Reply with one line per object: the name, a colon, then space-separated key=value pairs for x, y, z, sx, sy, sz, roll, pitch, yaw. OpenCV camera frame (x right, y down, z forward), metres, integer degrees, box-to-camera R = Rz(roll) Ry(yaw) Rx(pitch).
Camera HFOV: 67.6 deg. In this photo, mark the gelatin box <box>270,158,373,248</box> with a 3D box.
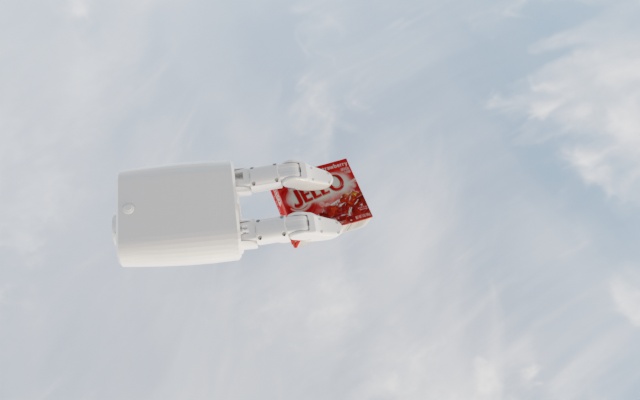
gelatin box: x=0.000 y=0.002 z=0.504 sx=0.089 sy=0.073 sz=0.030 roll=-16 pitch=-20 yaw=-21
